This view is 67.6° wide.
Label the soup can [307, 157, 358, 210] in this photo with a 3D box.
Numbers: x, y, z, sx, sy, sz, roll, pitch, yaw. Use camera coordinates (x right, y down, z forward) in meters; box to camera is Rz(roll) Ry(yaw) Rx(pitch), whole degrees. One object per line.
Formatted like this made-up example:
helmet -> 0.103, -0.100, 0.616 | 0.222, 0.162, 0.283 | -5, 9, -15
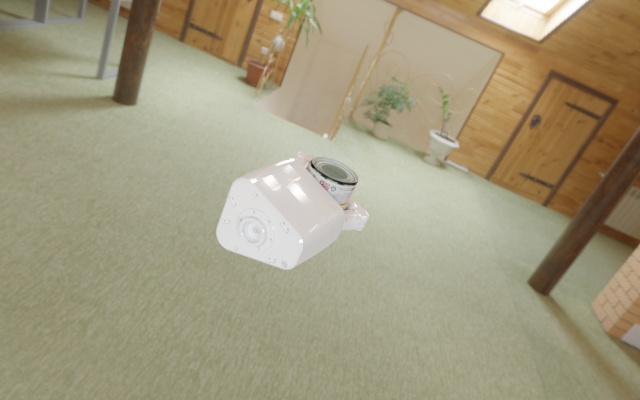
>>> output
soup can -> 0.001, 0.002, 0.631 | 0.068, 0.102, 0.068 | 20, 25, -10
